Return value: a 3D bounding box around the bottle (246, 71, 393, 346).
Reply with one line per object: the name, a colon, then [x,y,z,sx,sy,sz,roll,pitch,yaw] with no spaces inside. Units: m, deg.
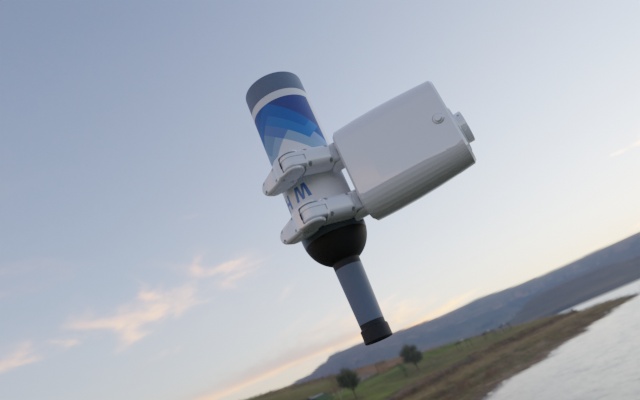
bottle: [0.000,0.001,0.489,0.069,0.295,0.069,-20,-22,-8]
